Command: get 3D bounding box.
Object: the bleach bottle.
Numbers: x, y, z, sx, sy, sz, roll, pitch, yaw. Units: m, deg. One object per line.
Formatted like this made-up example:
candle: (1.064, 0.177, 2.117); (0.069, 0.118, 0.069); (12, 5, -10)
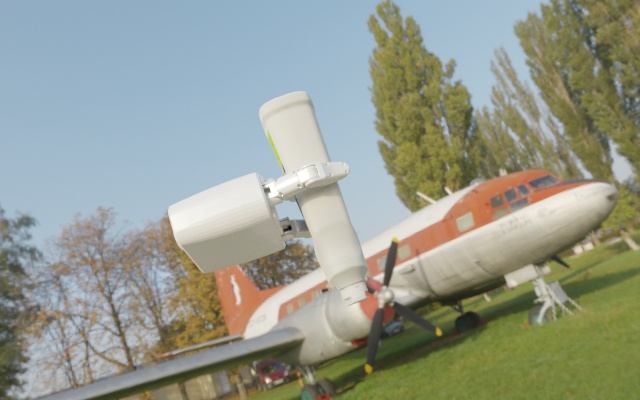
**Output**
bleach bottle: (0.000, 0.002, 0.575); (0.068, 0.250, 0.102); (-20, -15, -2)
